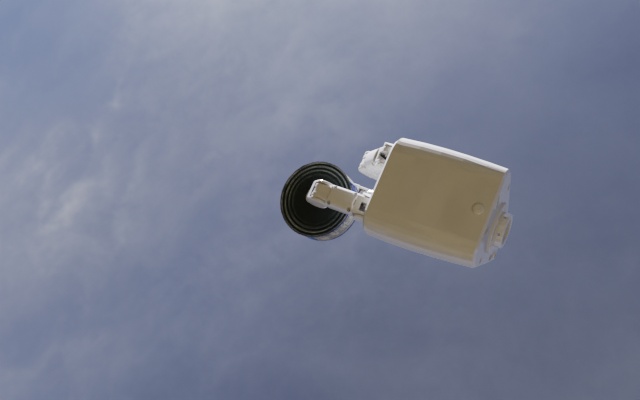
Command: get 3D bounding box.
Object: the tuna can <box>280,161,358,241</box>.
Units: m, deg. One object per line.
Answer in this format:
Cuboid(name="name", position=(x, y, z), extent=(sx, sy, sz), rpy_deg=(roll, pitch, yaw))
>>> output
Cuboid(name="tuna can", position=(0.000, 0.002, 0.538), extent=(0.086, 0.086, 0.034), rpy_deg=(0, -15, 23))
